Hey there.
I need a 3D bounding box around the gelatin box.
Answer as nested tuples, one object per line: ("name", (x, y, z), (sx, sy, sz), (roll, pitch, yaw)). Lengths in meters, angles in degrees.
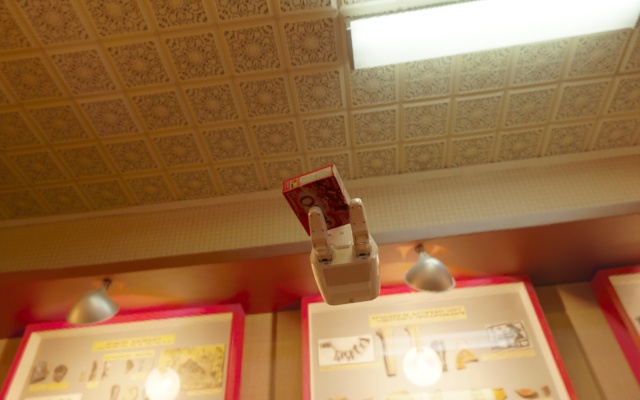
("gelatin box", (0.000, 0.002, 0.640), (0.073, 0.089, 0.030), (-18, 38, 13))
